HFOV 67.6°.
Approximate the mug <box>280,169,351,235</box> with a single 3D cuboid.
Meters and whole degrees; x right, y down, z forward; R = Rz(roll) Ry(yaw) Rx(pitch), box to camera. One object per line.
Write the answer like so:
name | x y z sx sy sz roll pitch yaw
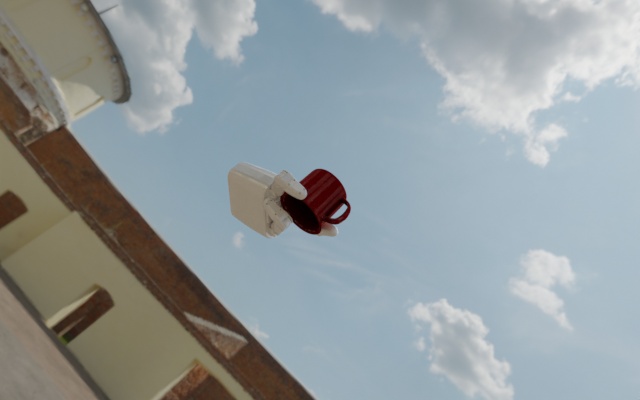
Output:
mug | 0.001 0.003 0.819 0.117 0.093 0.081 25 55 34
